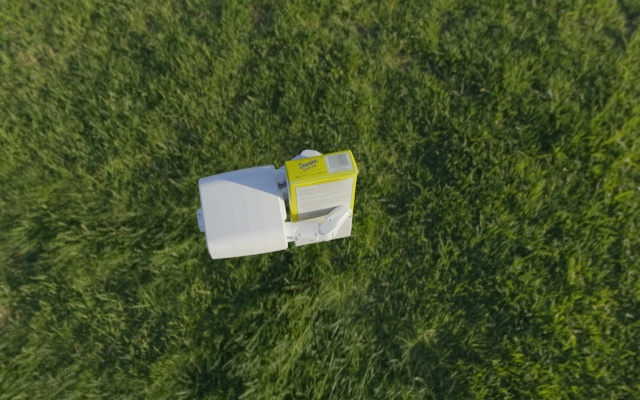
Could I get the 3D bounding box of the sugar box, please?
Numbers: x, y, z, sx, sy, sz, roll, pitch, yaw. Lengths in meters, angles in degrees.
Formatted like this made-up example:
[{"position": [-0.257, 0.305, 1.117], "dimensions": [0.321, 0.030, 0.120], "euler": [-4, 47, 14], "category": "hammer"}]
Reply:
[{"position": [0.000, 0.002, 0.694], "dimensions": [0.093, 0.048, 0.176], "euler": [-10, -29, -7], "category": "sugar box"}]
